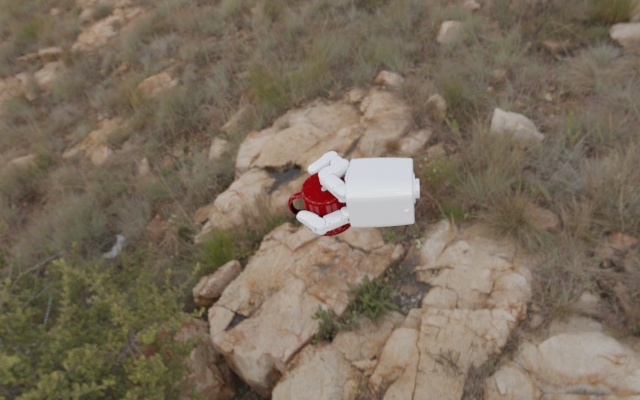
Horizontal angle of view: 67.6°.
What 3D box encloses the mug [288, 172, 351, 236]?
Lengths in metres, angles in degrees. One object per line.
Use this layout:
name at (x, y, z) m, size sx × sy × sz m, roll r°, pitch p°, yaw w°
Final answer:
mug at (-0.001, 0.003, 0.848) m, size 0.117 × 0.093 × 0.082 m, roll -3°, pitch -41°, yaw 10°
